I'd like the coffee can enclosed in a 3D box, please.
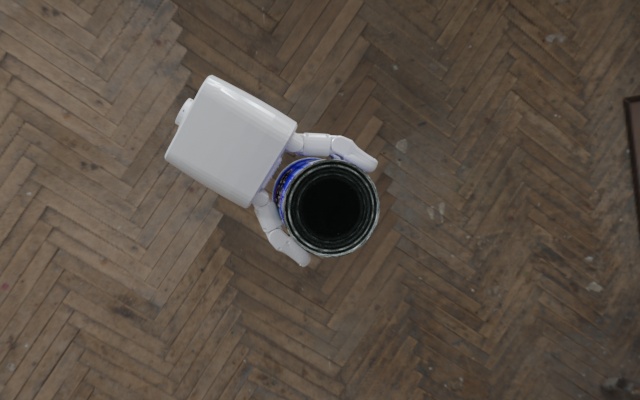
[{"bbox_3d":[0.000,0.002,0.557,0.103,0.103,0.140,0,6,-10],"label":"coffee can"}]
